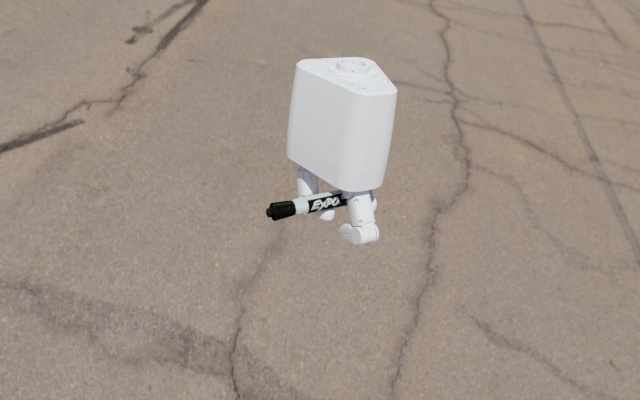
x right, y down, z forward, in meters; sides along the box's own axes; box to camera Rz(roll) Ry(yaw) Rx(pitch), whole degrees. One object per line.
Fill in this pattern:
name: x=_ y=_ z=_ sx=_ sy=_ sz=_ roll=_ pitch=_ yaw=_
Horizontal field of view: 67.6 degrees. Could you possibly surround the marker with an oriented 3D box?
marker: x=0.000 y=0.002 z=0.500 sx=0.121 sy=0.020 sz=0.020 roll=-11 pitch=5 yaw=-27
